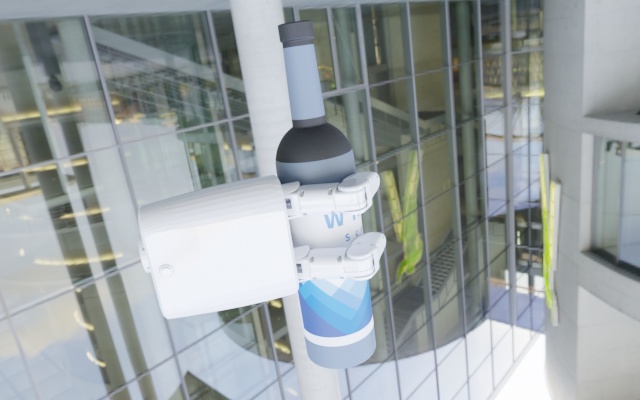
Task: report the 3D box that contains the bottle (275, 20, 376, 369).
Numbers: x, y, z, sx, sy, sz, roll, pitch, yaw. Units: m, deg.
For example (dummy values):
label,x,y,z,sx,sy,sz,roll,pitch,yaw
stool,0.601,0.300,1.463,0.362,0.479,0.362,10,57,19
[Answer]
label,x,y,z,sx,sy,sz,roll,pitch,yaw
bottle,0.000,0.002,0.414,0.069,0.296,0.069,-7,17,2
